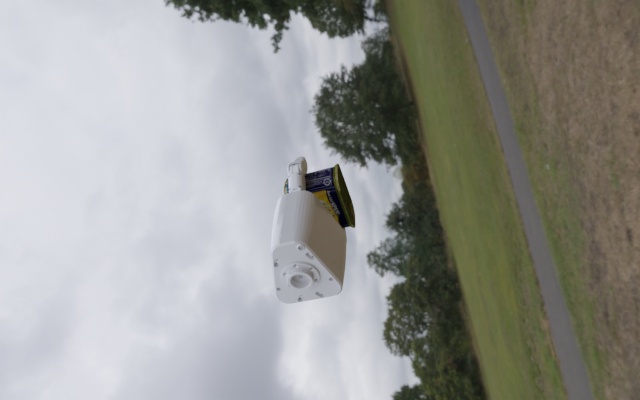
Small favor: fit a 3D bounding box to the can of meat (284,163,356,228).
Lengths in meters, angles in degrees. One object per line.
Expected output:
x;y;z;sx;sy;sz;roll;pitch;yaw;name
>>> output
0.000;0.002;0.726;0.084;0.102;0.057;-13;38;12;can of meat
